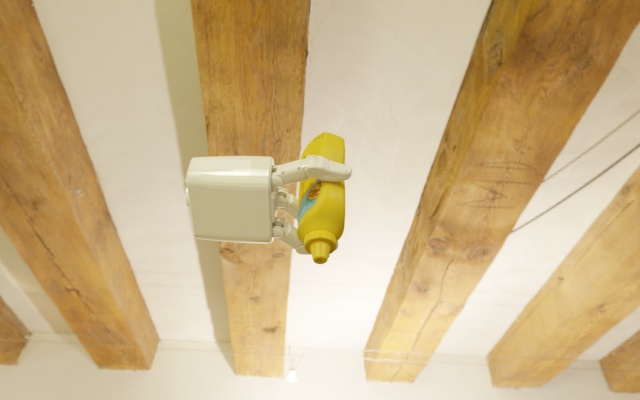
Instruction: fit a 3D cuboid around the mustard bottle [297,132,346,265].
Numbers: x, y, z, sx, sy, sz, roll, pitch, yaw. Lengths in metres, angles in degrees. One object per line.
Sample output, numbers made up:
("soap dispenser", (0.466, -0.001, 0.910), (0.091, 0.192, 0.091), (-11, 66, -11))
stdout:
("mustard bottle", (0.000, 0.002, 0.644), (0.058, 0.191, 0.096), (19, -45, -18))
